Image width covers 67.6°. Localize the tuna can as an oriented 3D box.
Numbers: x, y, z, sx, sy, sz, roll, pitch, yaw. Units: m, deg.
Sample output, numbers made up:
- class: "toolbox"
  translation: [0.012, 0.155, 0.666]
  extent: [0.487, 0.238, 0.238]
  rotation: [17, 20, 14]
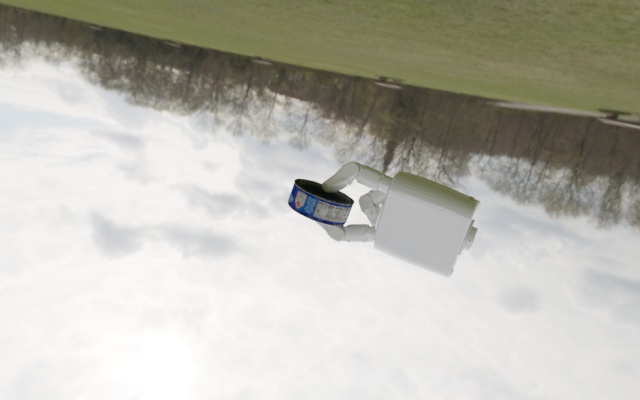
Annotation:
- class: "tuna can"
  translation: [0.000, 0.003, 0.642]
  extent: [0.086, 0.034, 0.086]
  rotation: [19, 13, -5]
